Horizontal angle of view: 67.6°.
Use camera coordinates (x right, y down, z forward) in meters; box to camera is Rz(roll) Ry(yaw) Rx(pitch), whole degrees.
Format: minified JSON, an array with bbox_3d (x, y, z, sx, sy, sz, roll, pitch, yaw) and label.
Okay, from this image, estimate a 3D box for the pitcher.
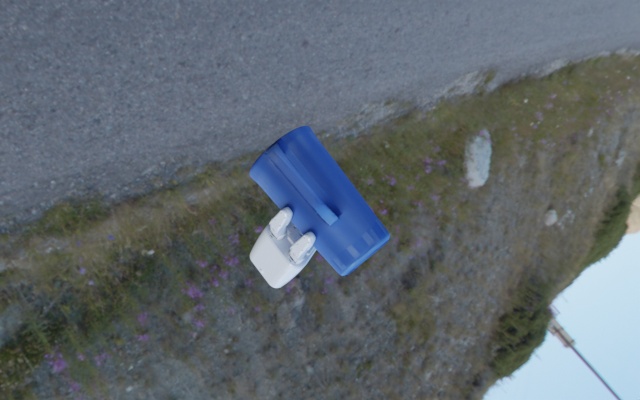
[{"bbox_3d":[0.000,0.003,0.798,0.149,0.243,0.145,-32,-12,-42],"label":"pitcher"}]
